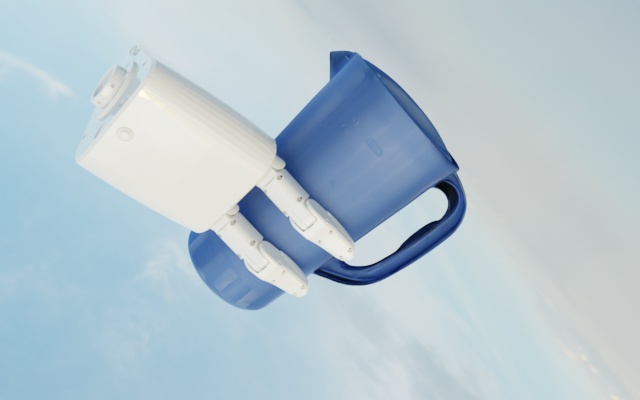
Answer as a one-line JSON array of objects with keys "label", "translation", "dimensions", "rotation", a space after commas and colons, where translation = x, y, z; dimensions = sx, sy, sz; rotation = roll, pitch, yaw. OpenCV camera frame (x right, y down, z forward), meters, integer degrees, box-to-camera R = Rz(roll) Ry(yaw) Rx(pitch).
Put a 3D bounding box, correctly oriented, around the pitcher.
[{"label": "pitcher", "translation": [0.000, 0.001, 0.439], "dimensions": [0.243, 0.149, 0.145], "rotation": [-41, -51, 18]}]
